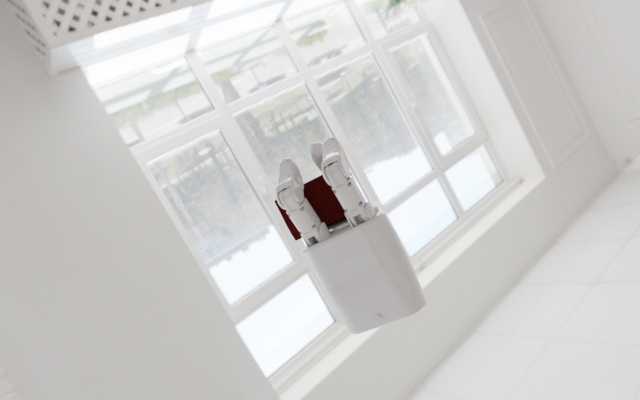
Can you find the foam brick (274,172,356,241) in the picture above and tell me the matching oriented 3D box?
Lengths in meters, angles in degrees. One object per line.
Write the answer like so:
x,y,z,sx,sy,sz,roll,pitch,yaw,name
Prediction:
0.000,0.002,0.522,0.078,0.051,0.053,-26,5,24,foam brick
